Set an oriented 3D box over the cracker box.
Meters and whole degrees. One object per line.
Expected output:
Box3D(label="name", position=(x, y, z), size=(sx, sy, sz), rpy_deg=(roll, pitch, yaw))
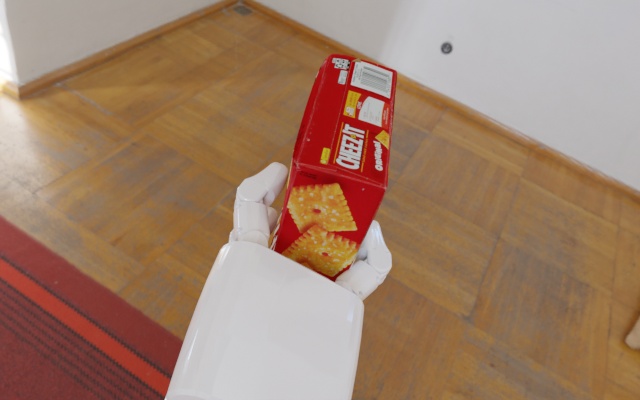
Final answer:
Box3D(label="cracker box", position=(0.000, 0.001, 0.435), size=(0.072, 0.164, 0.214), rpy_deg=(16, -46, -4))
